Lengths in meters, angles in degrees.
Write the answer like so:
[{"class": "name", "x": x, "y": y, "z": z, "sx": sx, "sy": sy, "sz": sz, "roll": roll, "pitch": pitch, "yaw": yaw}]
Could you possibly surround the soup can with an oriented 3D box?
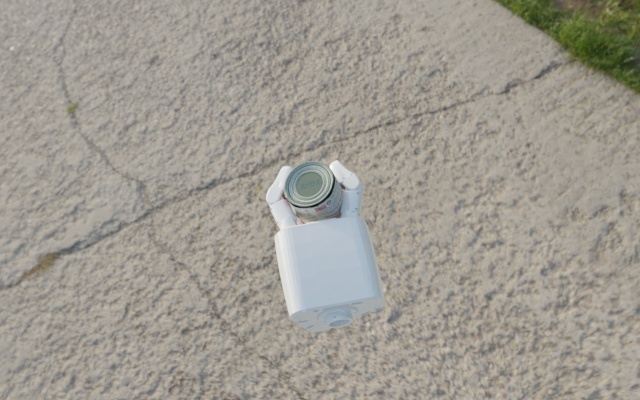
[{"class": "soup can", "x": 0.000, "y": 0.001, "z": 0.626, "sx": 0.068, "sy": 0.068, "sz": 0.102, "roll": 0, "pitch": -27, "yaw": 20}]
